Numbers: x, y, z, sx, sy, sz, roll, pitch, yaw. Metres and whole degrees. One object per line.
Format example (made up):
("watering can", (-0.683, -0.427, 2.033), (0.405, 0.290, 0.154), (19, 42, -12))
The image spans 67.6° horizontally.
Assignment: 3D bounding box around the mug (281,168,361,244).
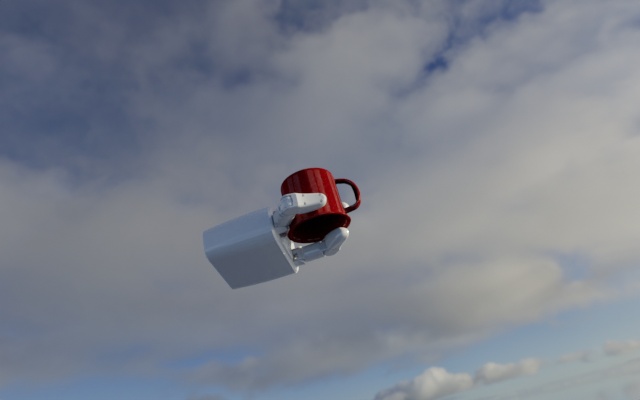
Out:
("mug", (0.001, 0.002, 0.693), (0.117, 0.081, 0.093), (-18, -27, 4))
